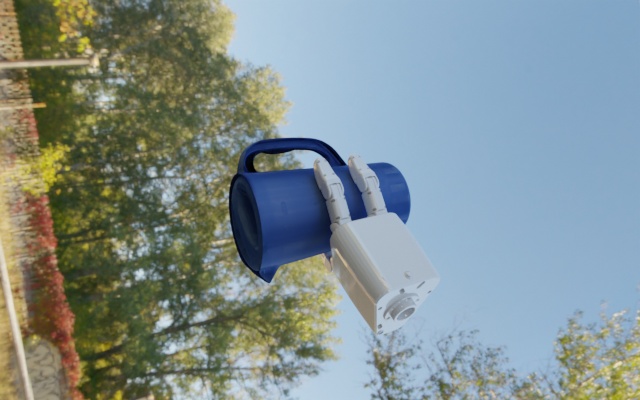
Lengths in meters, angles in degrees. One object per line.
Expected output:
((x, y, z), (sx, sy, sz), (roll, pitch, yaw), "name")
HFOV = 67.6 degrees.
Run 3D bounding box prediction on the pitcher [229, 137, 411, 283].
((0.000, 0.002, 0.670), (0.243, 0.149, 0.145), (-10, 46, -26), "pitcher")
